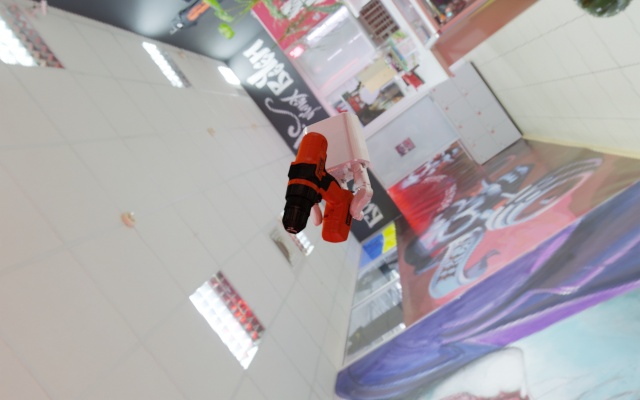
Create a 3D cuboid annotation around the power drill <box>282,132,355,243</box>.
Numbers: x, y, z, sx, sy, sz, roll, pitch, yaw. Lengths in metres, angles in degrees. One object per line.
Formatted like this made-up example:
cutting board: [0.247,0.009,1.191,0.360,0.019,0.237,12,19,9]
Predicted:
power drill: [0.000,0.003,0.830,0.057,0.184,0.188,2,-28,25]
